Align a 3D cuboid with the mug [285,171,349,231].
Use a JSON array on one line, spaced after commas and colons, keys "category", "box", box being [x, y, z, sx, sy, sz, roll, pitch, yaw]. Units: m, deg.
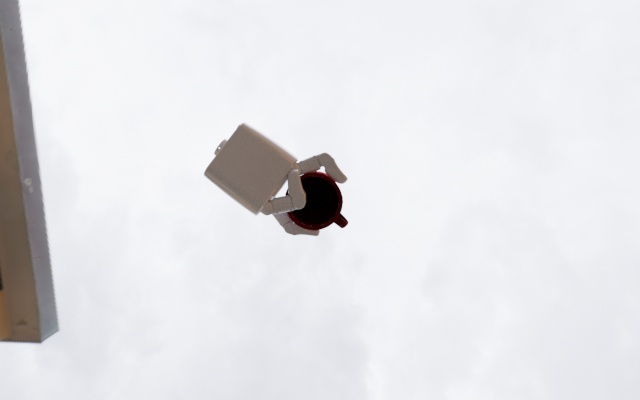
[{"category": "mug", "box": [0.001, 0.003, 0.793, 0.117, 0.093, 0.081, 38, 9, -4]}]
